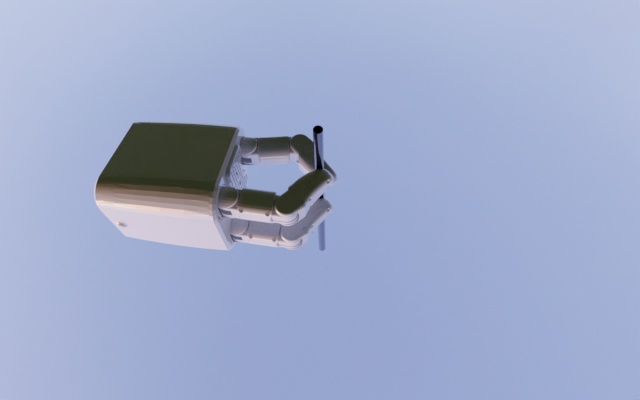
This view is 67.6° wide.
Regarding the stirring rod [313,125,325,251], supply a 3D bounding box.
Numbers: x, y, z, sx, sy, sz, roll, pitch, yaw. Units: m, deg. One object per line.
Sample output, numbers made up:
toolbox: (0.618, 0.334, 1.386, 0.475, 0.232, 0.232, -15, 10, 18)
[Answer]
stirring rod: (0.000, 0.001, 0.471, 0.011, 0.011, 0.240, 0, -28, 1)
